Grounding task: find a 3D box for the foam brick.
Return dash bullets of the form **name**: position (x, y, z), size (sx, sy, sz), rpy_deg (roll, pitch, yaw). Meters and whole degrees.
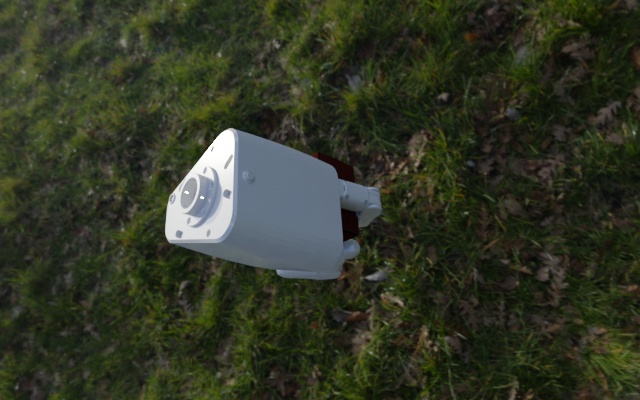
- **foam brick**: position (0.000, 0.001, 0.468), size (0.051, 0.078, 0.053), rpy_deg (19, -34, -39)
